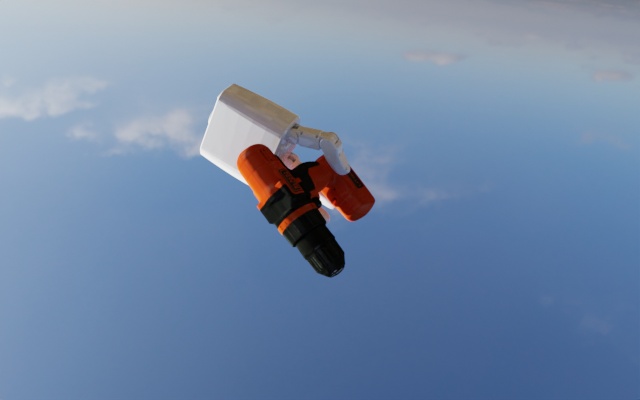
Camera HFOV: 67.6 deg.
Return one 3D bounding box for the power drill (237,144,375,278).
[{"bbox_3d":[0.000,0.002,0.615,0.057,0.184,0.187,-42,-14,26],"label":"power drill"}]
